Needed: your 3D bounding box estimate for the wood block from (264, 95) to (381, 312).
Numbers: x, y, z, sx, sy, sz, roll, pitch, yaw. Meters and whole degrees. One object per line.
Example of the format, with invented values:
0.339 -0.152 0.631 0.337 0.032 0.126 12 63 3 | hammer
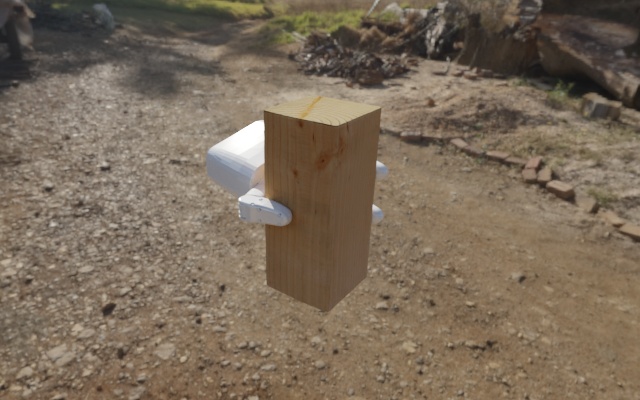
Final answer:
0.000 0.002 0.520 0.090 0.206 0.090 18 29 30 | wood block
